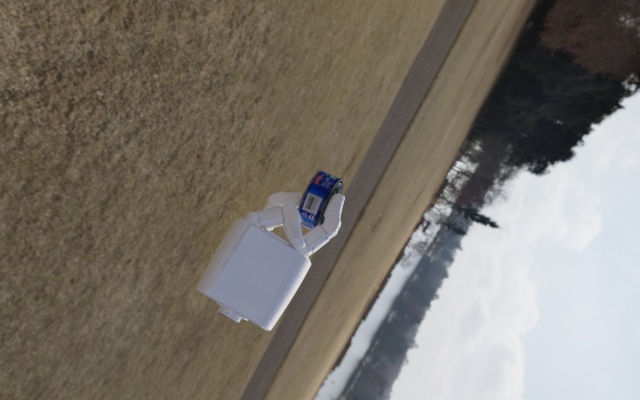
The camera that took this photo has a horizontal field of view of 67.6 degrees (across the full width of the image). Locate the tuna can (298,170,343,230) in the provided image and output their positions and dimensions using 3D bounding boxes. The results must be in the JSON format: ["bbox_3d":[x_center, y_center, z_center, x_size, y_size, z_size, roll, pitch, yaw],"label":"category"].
[{"bbox_3d":[0.001,0.002,0.686,0.034,0.086,0.086,24,6,13],"label":"tuna can"}]
